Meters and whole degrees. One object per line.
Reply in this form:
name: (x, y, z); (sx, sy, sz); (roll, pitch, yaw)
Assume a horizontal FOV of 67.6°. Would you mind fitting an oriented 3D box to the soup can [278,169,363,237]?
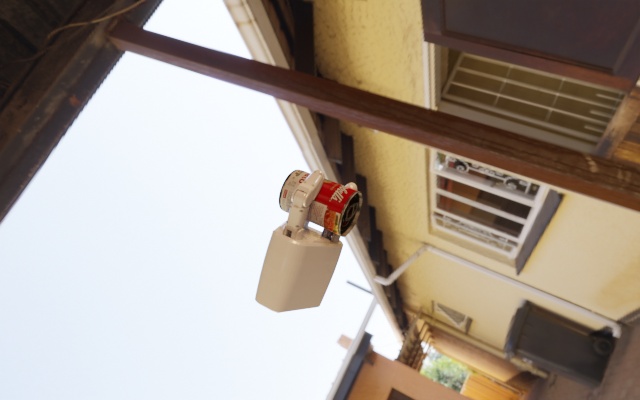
soup can: (0.000, 0.002, 0.681); (0.102, 0.068, 0.068); (22, 9, 22)
